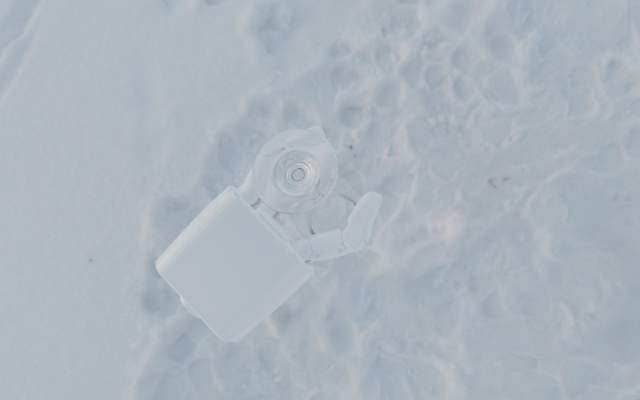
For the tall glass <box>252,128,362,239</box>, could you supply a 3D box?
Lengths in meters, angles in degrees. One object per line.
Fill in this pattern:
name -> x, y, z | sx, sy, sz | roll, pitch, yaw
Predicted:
tall glass -> 0.000, 0.001, 0.485 | 0.079, 0.079, 0.201 | 0, -15, 14
